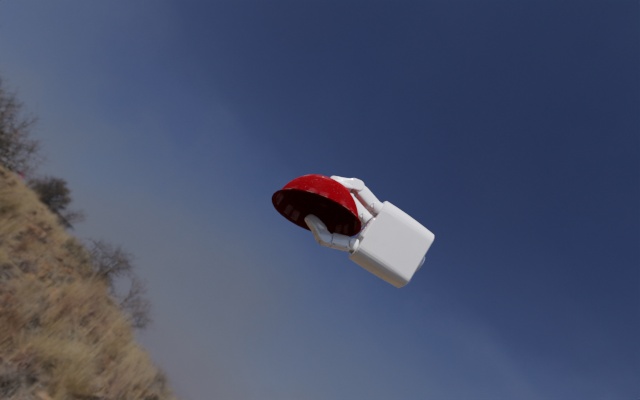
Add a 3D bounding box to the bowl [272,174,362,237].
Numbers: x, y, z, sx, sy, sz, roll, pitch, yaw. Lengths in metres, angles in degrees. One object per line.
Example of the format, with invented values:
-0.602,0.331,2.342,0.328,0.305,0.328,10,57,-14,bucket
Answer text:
-0.001,0.002,0.820,0.162,0.055,0.162,16,-25,8,bowl
